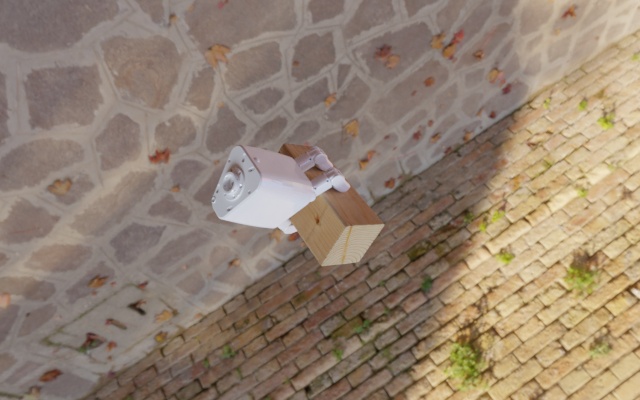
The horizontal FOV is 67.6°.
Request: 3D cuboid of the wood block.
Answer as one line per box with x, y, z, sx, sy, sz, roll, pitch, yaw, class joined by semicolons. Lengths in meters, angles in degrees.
0.000;0.003;0.810;0.090;0.091;0.206;0;42;-42;wood block
